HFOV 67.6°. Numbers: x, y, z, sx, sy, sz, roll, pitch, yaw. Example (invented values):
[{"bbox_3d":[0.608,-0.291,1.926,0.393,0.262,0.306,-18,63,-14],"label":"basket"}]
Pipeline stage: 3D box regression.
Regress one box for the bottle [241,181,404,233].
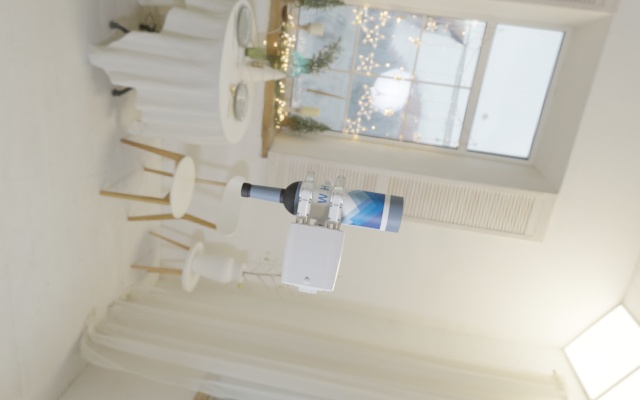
[{"bbox_3d":[0.000,0.003,0.875,0.296,0.069,0.069,9,1,5],"label":"bottle"}]
